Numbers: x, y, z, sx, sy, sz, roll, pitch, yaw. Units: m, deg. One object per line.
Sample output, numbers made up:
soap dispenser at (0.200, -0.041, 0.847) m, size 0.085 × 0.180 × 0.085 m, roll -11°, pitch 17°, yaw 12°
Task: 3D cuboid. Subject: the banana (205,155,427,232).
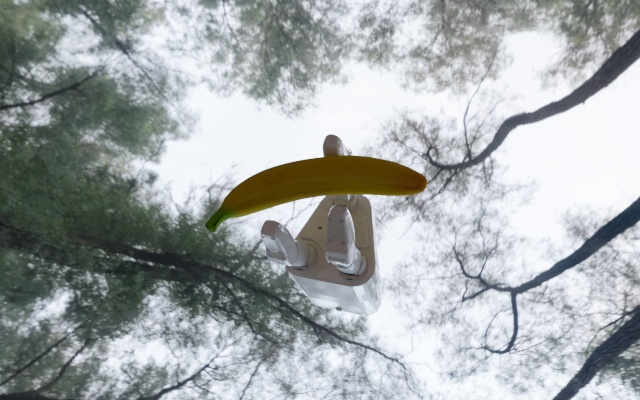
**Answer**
banana at (-0.005, -0.012, 0.442) m, size 0.198 × 0.069 × 0.037 m, roll -12°, pitch -42°, yaw 5°
